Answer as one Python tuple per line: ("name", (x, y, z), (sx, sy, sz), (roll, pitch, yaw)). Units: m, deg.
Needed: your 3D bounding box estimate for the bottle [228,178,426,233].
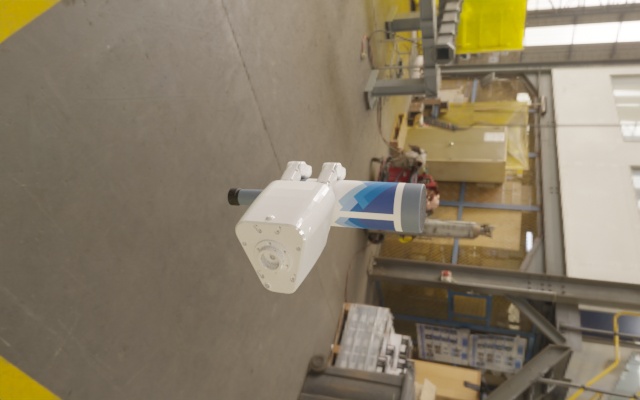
("bottle", (0.000, 0.002, 0.695), (0.295, 0.069, 0.069), (4, 1, 20))
